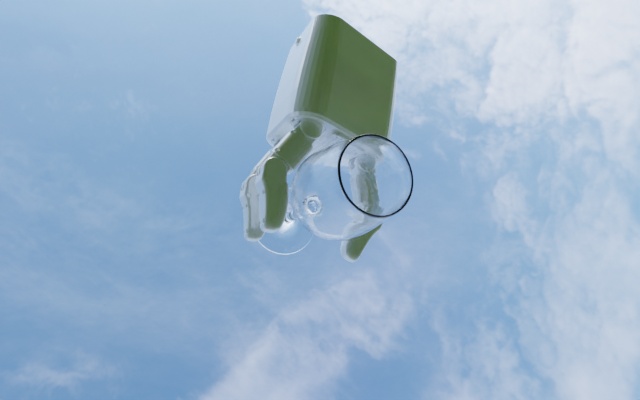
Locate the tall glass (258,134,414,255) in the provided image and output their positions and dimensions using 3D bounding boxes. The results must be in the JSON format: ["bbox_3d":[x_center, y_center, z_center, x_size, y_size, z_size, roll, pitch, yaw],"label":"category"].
[{"bbox_3d":[0.000,0.002,0.426,0.079,0.079,0.201,0,-11,-24],"label":"tall glass"}]
